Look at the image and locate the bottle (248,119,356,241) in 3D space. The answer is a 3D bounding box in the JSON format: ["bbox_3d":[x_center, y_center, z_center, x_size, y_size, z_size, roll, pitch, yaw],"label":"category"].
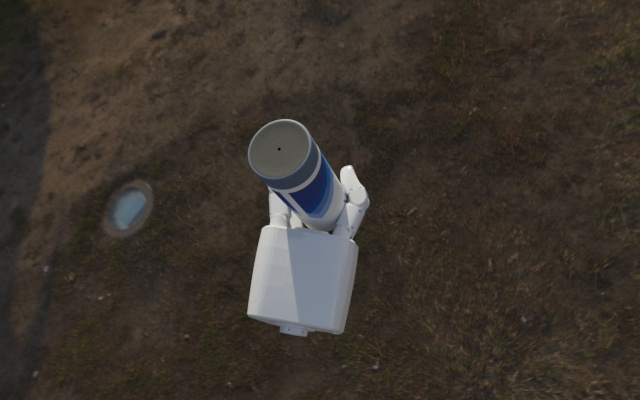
[{"bbox_3d":[0.000,0.002,0.595,0.069,0.069,0.296,0,-21,17],"label":"bottle"}]
